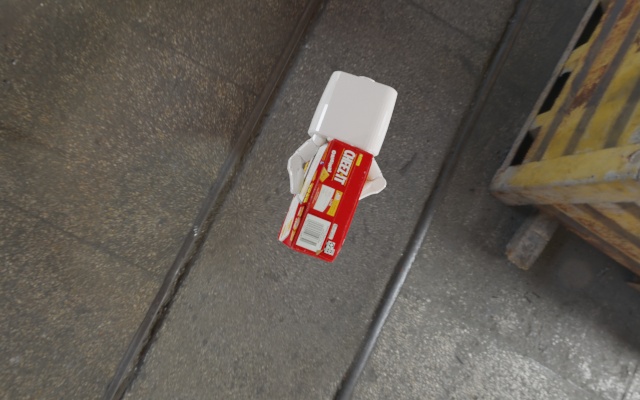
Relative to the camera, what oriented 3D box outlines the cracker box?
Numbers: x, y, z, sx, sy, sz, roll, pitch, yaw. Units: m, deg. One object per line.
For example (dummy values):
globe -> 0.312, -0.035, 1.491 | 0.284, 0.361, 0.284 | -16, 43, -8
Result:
cracker box -> 0.000, 0.002, 0.751 | 0.072, 0.164, 0.213 | 21, -5, -9
